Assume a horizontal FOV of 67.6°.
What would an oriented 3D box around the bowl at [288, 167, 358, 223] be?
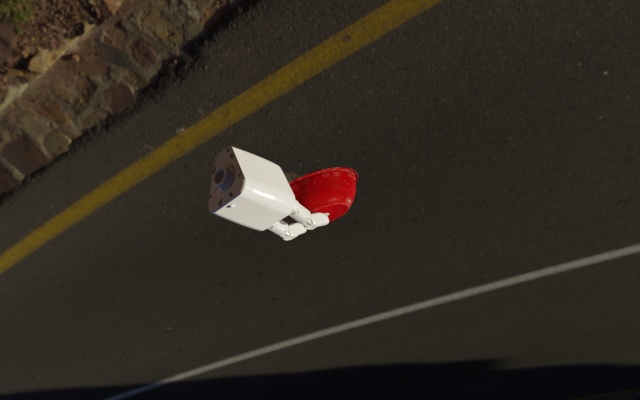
[{"bbox_3d":[0.001,0.003,0.872,0.162,0.055,0.162,-16,-21,-6],"label":"bowl"}]
